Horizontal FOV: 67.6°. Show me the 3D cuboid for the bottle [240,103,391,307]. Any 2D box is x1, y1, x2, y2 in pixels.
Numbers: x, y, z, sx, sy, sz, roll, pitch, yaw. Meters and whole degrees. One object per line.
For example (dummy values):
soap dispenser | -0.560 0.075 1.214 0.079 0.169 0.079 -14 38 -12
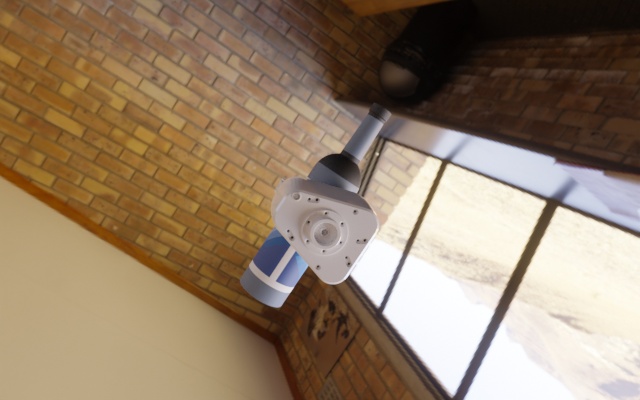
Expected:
bottle | 0.000 0.002 0.633 0.069 0.296 0.069 33 5 -3
